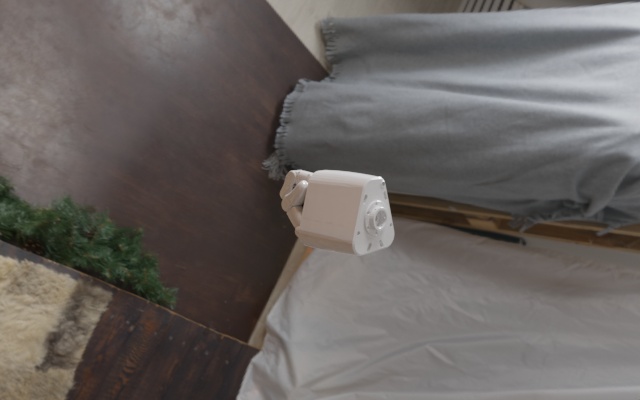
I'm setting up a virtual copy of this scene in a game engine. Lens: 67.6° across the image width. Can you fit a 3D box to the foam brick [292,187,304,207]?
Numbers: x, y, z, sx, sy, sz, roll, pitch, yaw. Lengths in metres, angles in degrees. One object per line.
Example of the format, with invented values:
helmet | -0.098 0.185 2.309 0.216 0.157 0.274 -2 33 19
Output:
foam brick | 0.000 0.002 0.764 0.051 0.053 0.078 8 13 44
